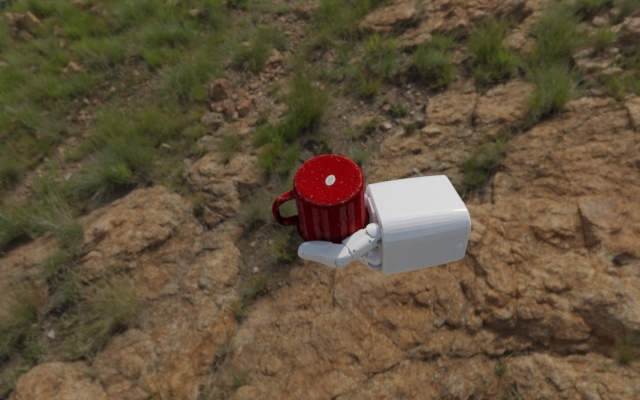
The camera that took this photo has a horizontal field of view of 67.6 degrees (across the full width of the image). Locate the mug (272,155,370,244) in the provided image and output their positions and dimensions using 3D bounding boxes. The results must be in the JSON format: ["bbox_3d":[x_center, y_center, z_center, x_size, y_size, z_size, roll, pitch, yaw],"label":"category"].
[{"bbox_3d":[-0.001,0.002,0.570,0.117,0.093,0.082,-9,-39,-1],"label":"mug"}]
